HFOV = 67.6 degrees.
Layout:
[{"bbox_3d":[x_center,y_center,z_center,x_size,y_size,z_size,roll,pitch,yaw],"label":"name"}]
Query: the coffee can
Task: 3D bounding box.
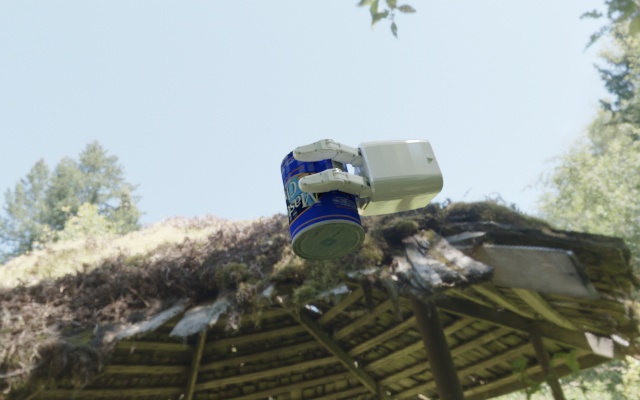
[{"bbox_3d":[0.000,0.002,0.695,0.103,0.140,0.103,-8,-33,-5],"label":"coffee can"}]
